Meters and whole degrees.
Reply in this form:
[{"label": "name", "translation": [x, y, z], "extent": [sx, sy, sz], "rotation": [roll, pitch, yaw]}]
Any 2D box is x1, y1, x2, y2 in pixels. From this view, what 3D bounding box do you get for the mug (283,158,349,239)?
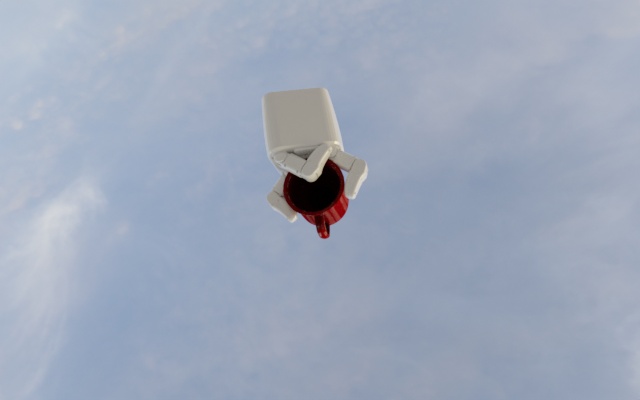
[{"label": "mug", "translation": [0.000, 0.004, 0.732], "extent": [0.093, 0.117, 0.081], "rotation": [-14, -22, 8]}]
